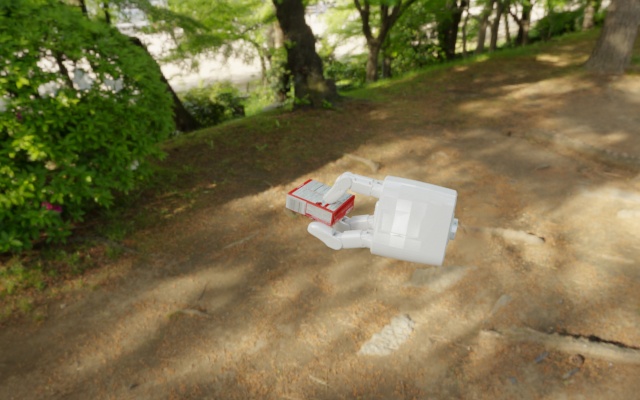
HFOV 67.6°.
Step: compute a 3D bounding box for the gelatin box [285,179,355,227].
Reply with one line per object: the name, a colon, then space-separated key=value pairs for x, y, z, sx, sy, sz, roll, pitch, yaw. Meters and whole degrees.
gelatin box: x=0.000 y=0.002 z=0.763 sx=0.089 sy=0.030 sz=0.073 roll=22 pitch=32 yaw=22
